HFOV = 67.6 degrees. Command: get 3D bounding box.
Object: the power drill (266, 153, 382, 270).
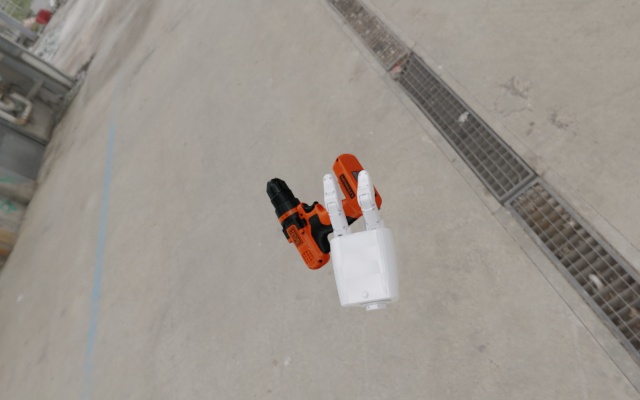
[{"bbox_3d":[0.001,0.003,0.817,0.188,0.184,0.057,-40,-14,35],"label":"power drill"}]
